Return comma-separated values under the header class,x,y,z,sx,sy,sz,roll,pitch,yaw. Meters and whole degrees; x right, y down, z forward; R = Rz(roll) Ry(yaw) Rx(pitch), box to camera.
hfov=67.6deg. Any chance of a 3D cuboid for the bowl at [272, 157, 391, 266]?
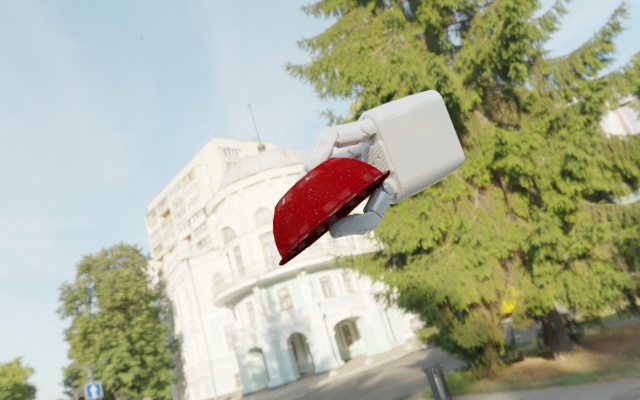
class,x,y,z,sx,sy,sz,roll,pitch,yaw
bowl,-0.001,0.002,0.534,0.162,0.055,0.162,-40,-6,-5
